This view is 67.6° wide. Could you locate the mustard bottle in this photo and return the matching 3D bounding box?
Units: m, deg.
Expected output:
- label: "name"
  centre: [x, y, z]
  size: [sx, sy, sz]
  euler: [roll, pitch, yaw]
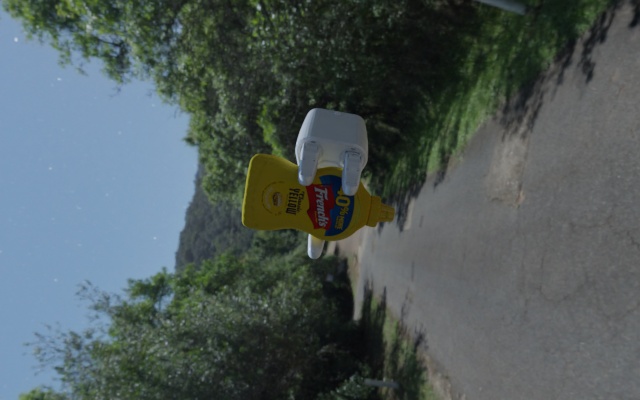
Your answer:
- label: "mustard bottle"
  centre: [0.000, 0.002, 0.616]
  size: [0.191, 0.096, 0.058]
  euler: [10, 11, -1]
